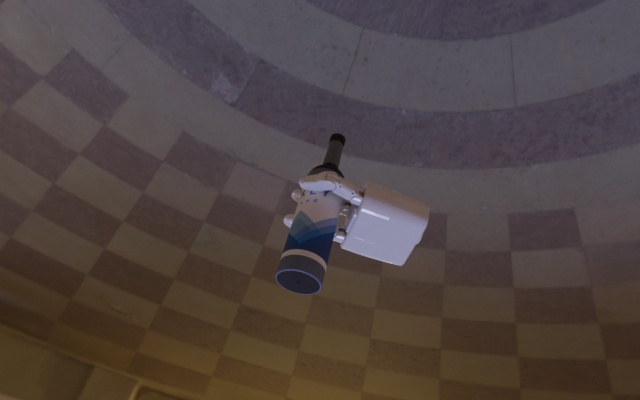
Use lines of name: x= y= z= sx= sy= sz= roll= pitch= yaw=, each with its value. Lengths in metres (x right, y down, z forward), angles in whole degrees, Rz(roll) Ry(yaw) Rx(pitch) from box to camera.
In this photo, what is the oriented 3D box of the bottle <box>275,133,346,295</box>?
bottle: x=0.000 y=0.003 z=0.752 sx=0.069 sy=0.295 sz=0.069 roll=9 pitch=-38 yaw=8
